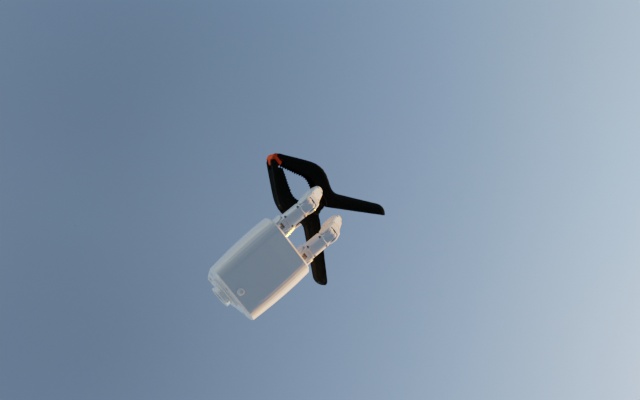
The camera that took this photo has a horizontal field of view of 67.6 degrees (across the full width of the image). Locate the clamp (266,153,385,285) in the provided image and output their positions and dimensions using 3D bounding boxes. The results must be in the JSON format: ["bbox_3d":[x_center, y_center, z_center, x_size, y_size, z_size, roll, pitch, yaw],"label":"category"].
[{"bbox_3d":[-0.001,0.002,0.740,0.164,0.210,0.036,-41,15,-21],"label":"clamp"}]
